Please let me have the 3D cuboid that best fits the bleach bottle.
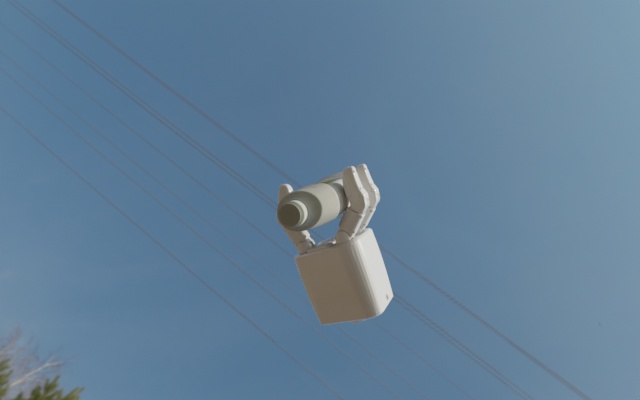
[{"bbox_3d":[0.000,0.002,0.670,0.102,0.068,0.251,-19,1,22],"label":"bleach bottle"}]
